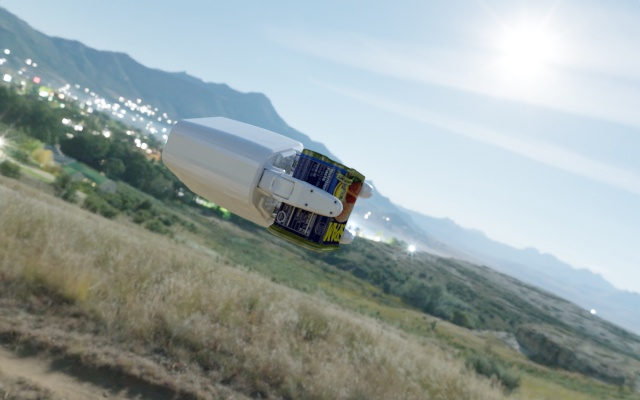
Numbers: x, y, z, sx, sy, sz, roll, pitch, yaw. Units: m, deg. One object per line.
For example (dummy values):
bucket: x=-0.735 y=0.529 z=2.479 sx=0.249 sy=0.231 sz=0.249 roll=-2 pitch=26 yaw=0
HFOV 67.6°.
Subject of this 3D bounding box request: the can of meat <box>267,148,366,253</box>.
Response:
can of meat: x=0.000 y=0.001 z=0.472 sx=0.057 sy=0.084 sz=0.102 roll=22 pitch=1 yaw=17
